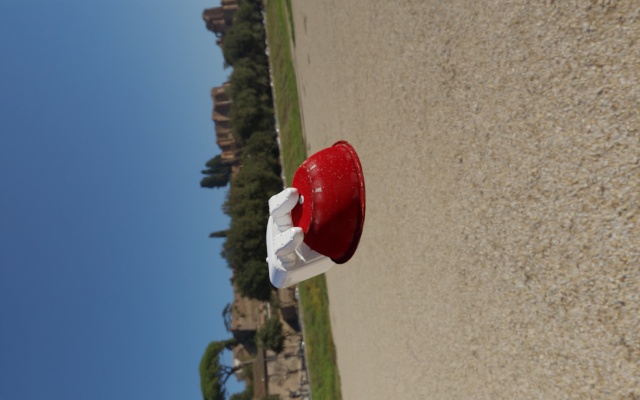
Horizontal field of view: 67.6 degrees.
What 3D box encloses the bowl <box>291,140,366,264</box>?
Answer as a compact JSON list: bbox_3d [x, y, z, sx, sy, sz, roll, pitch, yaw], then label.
[{"bbox_3d":[0.000,0.001,0.614,0.055,0.162,0.162,1,-1,-21],"label":"bowl"}]
